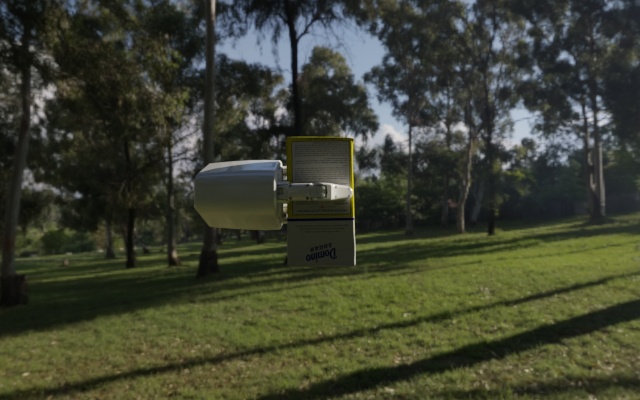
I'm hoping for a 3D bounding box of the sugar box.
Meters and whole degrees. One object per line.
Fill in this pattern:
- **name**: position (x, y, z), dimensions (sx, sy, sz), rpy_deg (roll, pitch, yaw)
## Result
- **sugar box**: position (0.000, 0.002, 0.658), dimensions (0.093, 0.176, 0.048), rpy_deg (0, -1, 0)
